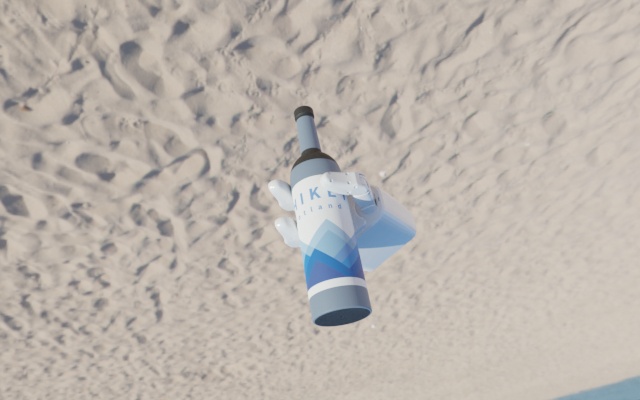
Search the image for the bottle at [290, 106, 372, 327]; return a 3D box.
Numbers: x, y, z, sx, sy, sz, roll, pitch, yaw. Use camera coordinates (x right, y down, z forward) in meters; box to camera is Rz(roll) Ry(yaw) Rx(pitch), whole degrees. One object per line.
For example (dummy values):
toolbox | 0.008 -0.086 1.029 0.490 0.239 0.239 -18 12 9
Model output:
bottle | 0.000 0.002 0.593 0.069 0.295 0.069 -8 -30 -5
